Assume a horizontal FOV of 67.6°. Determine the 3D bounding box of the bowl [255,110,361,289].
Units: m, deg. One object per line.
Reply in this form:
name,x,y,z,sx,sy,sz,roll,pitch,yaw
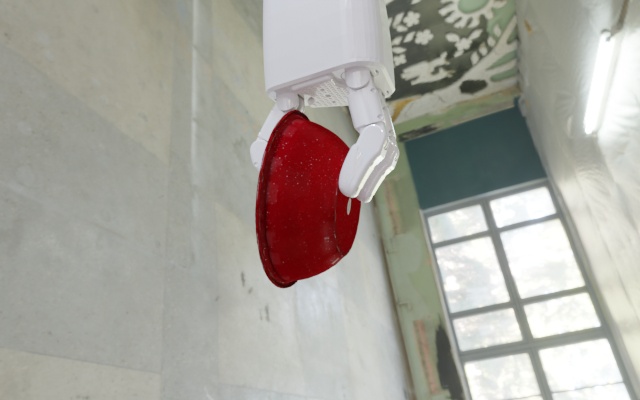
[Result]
bowl,0.000,0.003,0.429,0.055,0.162,0.162,5,1,17
